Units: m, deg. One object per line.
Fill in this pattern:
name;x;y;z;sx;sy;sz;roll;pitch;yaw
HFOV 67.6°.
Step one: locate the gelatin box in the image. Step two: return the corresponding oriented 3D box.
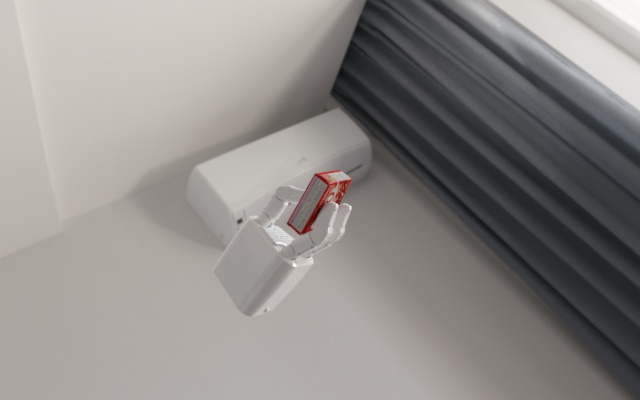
gelatin box;0.000;0.002;0.673;0.030;0.089;0.073;38;23;20
